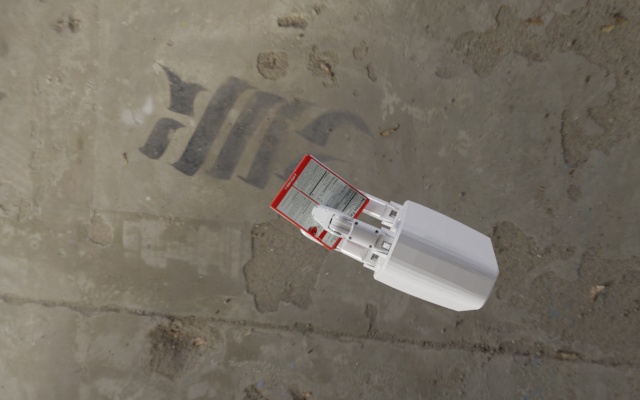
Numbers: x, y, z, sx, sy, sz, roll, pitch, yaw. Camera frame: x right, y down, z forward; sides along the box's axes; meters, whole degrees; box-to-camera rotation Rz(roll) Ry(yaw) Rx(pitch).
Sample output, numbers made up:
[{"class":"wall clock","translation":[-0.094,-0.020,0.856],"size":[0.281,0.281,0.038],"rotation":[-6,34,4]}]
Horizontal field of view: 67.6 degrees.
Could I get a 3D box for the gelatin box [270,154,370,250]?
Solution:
[{"class":"gelatin box","translation":[0.000,0.002,0.541],"size":[0.089,0.073,0.030],"rotation":[36,5,1]}]
